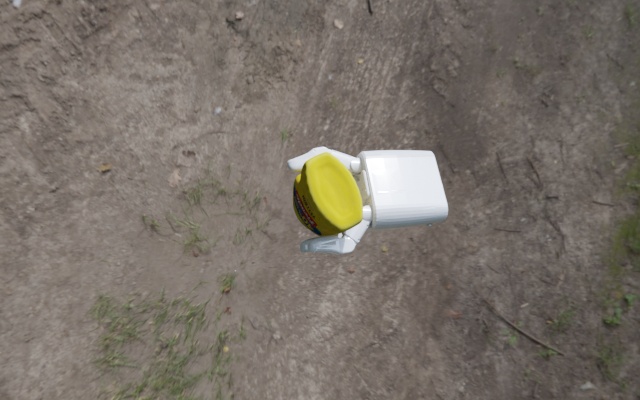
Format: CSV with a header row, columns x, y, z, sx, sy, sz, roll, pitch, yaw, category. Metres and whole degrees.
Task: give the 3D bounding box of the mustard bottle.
x,y,z,sx,sy,sz,roll,pitch,yaw,category
0.000,0.002,0.645,0.058,0.096,0.191,-28,-2,-13,mustard bottle
